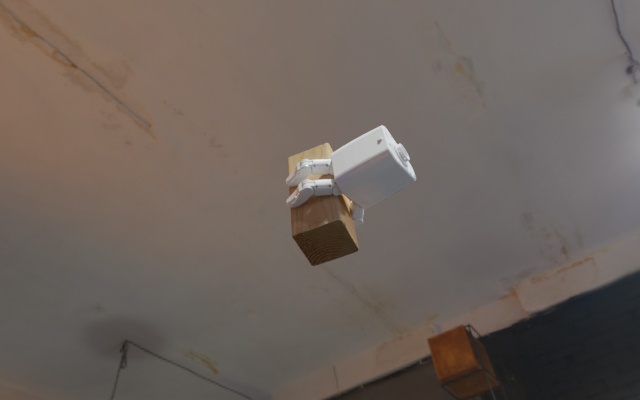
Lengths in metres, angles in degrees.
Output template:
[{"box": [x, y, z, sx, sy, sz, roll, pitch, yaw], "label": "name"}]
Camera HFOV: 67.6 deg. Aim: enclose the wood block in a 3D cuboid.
[{"box": [0.001, 0.003, 0.869, 0.090, 0.206, 0.091, -20, -48, 12], "label": "wood block"}]
